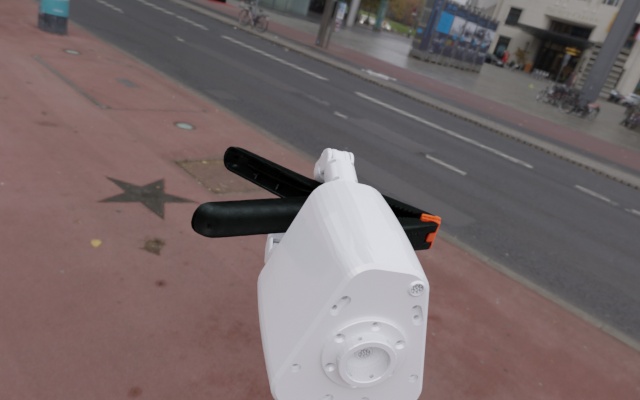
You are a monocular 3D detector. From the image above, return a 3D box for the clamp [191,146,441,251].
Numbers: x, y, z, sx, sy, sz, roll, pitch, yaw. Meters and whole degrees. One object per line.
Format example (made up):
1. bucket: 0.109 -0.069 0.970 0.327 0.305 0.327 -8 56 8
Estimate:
1. clamp: 0.001 0.001 0.420 0.210 0.036 0.164 10 22 -14
